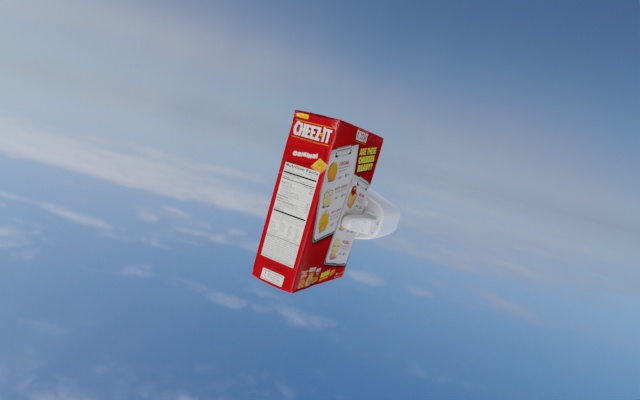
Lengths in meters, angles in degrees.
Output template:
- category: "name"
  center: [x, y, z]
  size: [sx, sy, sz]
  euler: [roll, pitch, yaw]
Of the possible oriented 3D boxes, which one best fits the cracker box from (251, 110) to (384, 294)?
- category: "cracker box"
  center: [0.000, 0.002, 0.634]
  size: [0.072, 0.214, 0.164]
  euler: [18, 7, 24]
